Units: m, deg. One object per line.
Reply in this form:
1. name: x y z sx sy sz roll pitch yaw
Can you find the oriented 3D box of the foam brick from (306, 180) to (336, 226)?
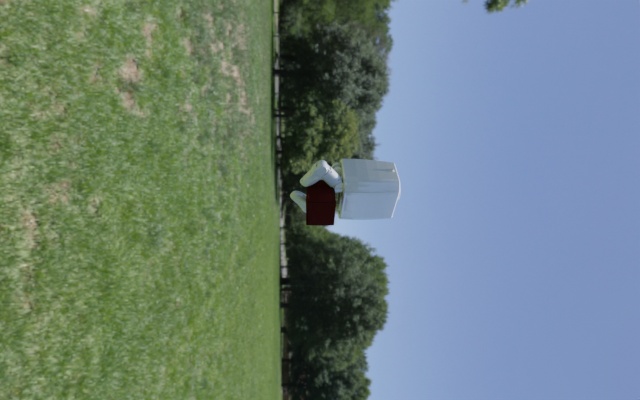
1. foam brick: 0.000 0.003 0.879 0.051 0.053 0.078 3 35 -4
